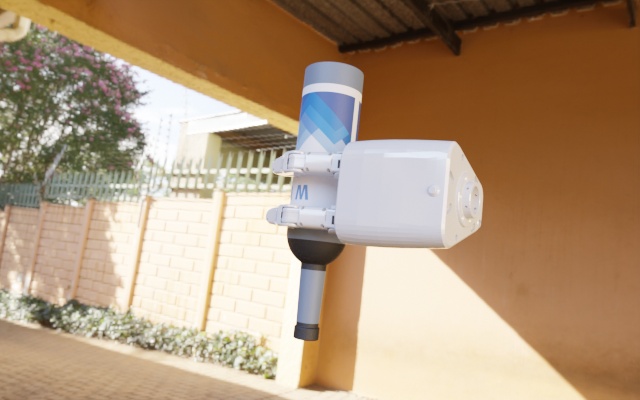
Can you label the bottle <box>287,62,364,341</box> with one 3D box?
[{"bbox_3d":[0.000,0.001,0.524,0.069,0.295,0.069,6,-6,1],"label":"bottle"}]
